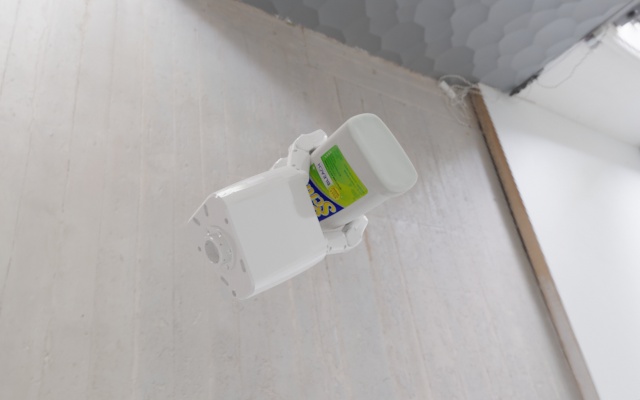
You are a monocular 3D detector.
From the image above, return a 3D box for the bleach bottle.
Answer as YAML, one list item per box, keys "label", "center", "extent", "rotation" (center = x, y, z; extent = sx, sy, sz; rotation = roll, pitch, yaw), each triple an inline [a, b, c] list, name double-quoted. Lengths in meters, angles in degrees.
- label: "bleach bottle"
  center: [0.000, 0.002, 0.598]
  extent: [0.068, 0.102, 0.251]
  rotation: [-24, -12, -44]
